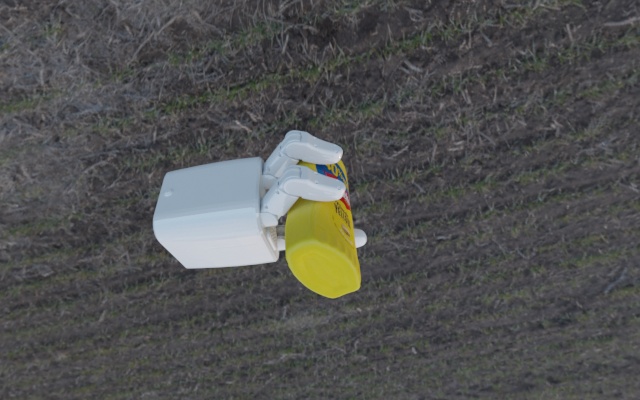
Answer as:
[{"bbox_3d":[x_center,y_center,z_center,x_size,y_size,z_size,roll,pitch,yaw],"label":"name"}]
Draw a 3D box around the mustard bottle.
[{"bbox_3d":[0.000,0.002,0.513,0.058,0.191,0.096,-25,-49,20],"label":"mustard bottle"}]
